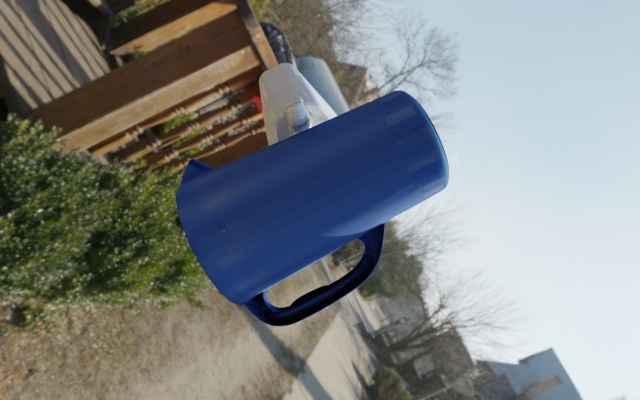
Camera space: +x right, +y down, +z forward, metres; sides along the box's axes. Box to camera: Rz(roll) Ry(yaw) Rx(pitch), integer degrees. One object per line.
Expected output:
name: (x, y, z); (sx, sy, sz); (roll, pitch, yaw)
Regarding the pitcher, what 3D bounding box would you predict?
pitcher: (0.000, 0.001, 0.469); (0.243, 0.149, 0.145); (-26, 43, 2)
